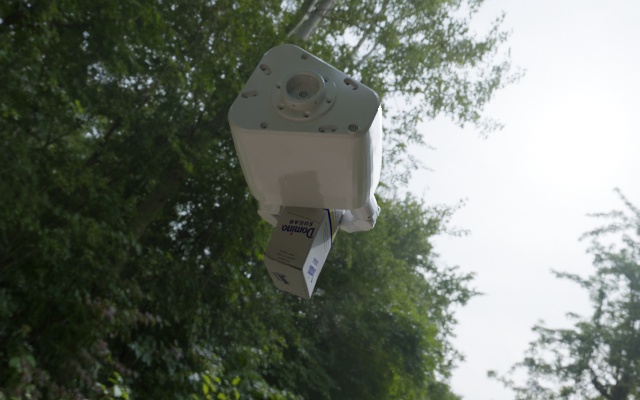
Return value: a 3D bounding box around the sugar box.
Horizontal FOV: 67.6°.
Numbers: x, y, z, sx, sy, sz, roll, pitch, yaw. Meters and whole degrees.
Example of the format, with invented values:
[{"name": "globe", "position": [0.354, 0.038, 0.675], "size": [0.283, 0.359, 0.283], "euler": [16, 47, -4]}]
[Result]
[{"name": "sugar box", "position": [0.000, 0.001, 0.483], "size": [0.048, 0.176, 0.093], "euler": [20, -25, 13]}]
